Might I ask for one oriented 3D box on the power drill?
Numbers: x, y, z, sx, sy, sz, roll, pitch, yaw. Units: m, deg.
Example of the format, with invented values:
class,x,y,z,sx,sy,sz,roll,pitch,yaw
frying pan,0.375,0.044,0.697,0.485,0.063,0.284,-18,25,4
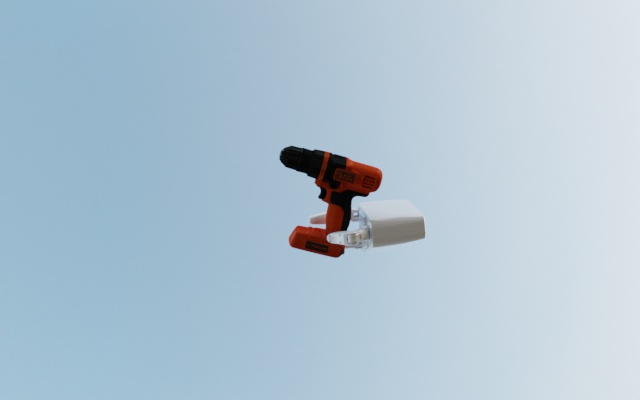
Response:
class,x,y,z,sx,sy,sz,roll,pitch,yaw
power drill,0.000,0.003,0.860,0.184,0.188,0.057,15,25,-4
